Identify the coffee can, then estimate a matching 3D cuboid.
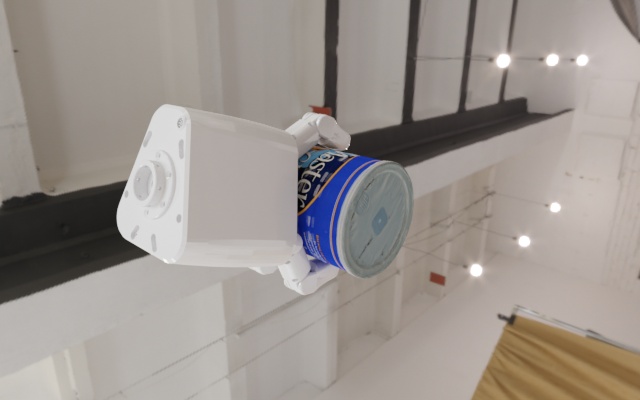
[{"bbox_3d":[0.000,0.001,0.447,0.140,0.103,0.103,18,11,39],"label":"coffee can"}]
